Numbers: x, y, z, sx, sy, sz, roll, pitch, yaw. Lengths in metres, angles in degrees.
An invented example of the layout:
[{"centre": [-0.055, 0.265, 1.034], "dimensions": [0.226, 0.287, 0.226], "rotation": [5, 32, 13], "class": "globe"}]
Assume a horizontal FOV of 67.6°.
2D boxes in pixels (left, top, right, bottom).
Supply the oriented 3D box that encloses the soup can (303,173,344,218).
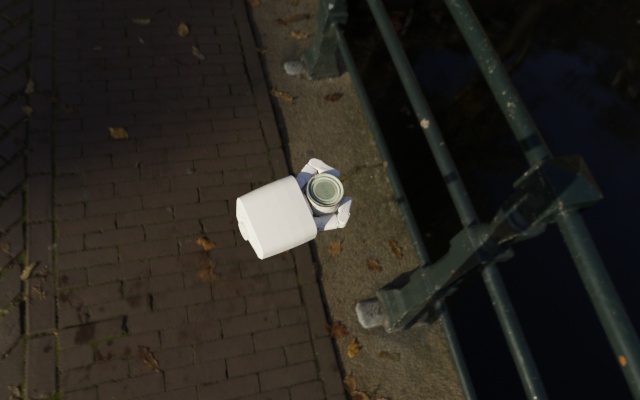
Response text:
[{"centre": [0.001, 0.003, 0.868], "dimensions": [0.068, 0.068, 0.102], "rotation": [0, -26, -11], "class": "soup can"}]
